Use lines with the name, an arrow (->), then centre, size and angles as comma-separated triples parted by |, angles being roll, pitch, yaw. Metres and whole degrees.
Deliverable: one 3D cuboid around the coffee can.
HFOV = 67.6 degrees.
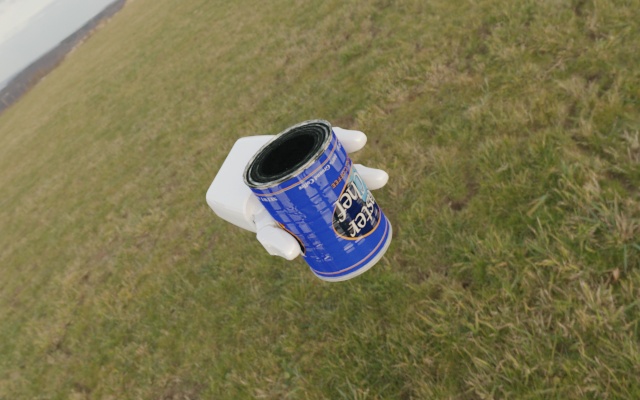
coffee can -> 0.000, 0.002, 0.502 | 0.103, 0.140, 0.102 | -24, 32, 16
